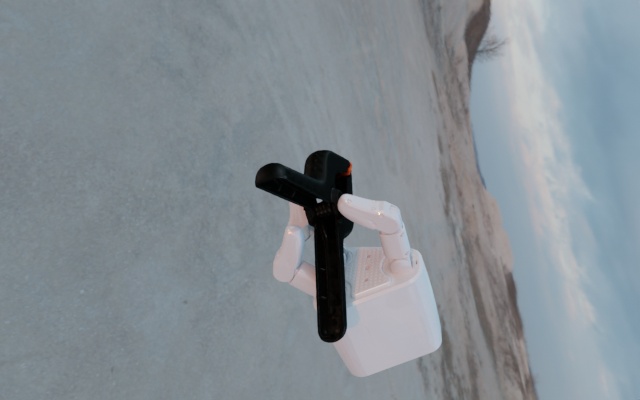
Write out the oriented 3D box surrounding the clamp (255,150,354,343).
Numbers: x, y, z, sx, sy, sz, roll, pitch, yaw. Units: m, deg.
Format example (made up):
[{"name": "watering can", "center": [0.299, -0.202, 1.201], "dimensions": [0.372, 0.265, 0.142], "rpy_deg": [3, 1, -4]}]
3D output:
[{"name": "clamp", "center": [0.001, 0.001, 0.452], "dimensions": [0.036, 0.165, 0.209], "rpy_deg": [-12, 30, 18]}]
